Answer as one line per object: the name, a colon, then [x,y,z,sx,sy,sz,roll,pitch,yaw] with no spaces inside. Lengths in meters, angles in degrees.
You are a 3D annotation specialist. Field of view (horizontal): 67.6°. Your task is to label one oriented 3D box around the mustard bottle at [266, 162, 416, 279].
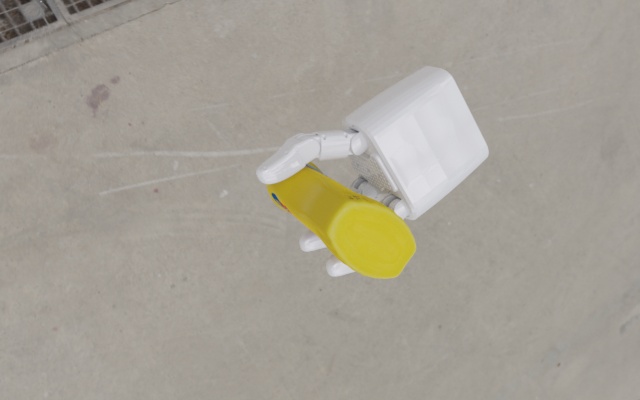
mustard bottle: [0.000,0.002,0.454,0.096,0.058,0.191,32,2,-36]
